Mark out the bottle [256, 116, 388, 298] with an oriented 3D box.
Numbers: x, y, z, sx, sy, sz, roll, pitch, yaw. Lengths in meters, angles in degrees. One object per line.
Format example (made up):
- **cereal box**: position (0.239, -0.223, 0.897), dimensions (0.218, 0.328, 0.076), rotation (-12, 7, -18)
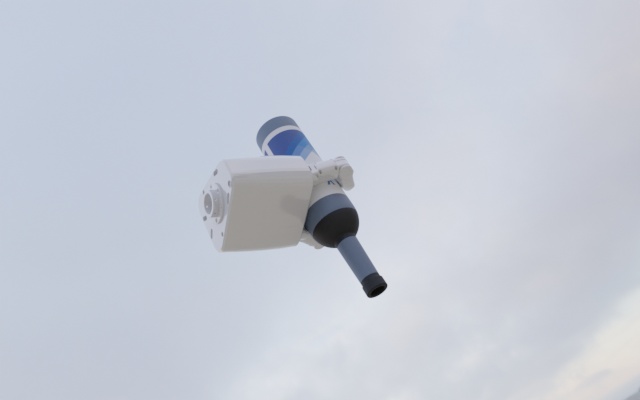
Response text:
- **bottle**: position (0.000, 0.002, 0.628), dimensions (0.069, 0.069, 0.295), rotation (0, 44, -38)
